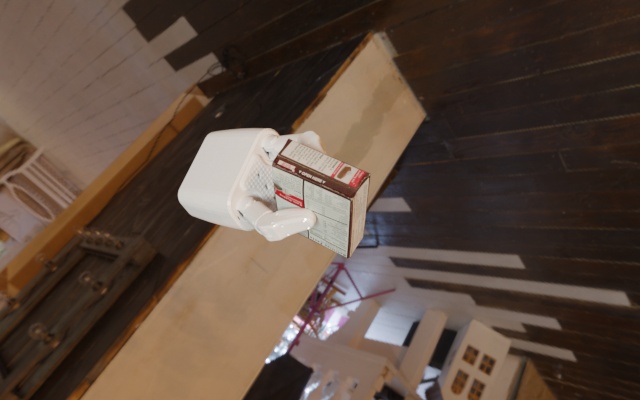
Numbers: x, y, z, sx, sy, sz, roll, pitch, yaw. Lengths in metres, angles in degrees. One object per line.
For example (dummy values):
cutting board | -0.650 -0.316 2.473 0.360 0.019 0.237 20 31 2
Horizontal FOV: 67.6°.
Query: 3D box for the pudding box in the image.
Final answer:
pudding box | 0.000 0.002 0.480 0.090 0.039 0.114 24 -30 17
